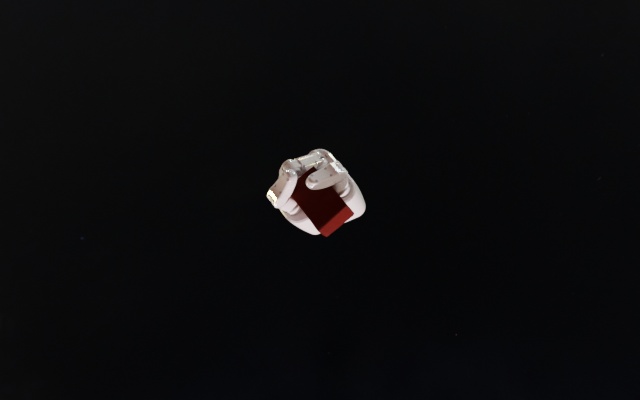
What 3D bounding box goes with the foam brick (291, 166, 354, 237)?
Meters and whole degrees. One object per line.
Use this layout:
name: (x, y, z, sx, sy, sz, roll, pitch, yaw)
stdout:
foam brick: (0.000, 0.002, 0.653, 0.053, 0.078, 0.051, -39, -22, 2)
